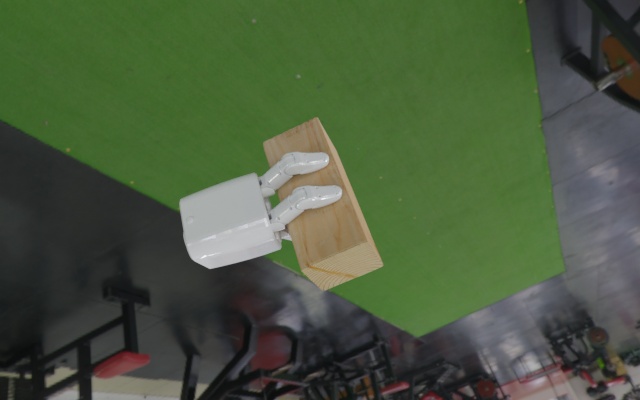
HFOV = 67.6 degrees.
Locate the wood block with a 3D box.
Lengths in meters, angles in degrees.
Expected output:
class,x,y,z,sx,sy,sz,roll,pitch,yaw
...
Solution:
class,x,y,z,sx,sy,sz,roll,pitch,yaw
wood block,0.000,0.003,0.648,0.090,0.206,0.091,-24,-32,7
